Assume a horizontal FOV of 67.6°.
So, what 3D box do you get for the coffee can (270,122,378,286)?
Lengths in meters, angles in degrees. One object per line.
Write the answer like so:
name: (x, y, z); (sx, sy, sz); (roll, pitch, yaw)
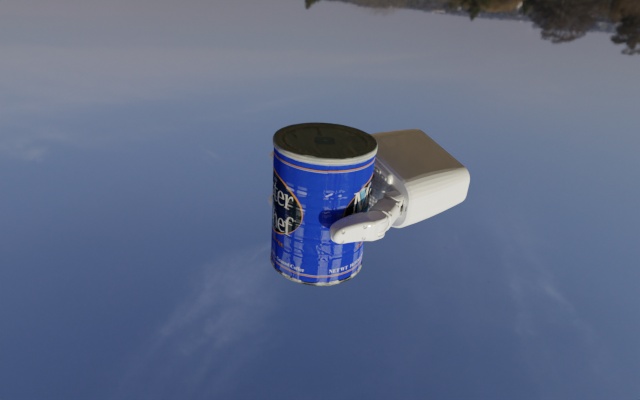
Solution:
coffee can: (0.000, 0.002, 0.497); (0.103, 0.140, 0.102); (4, 27, -2)
